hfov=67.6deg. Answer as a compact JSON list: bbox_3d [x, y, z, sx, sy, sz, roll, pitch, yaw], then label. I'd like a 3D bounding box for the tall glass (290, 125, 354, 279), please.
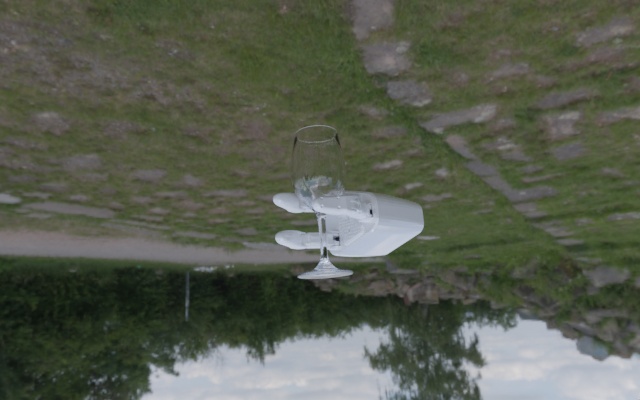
[{"bbox_3d":[0.000,0.003,0.651,0.079,0.201,0.079,-4,-14,-1],"label":"tall glass"}]
